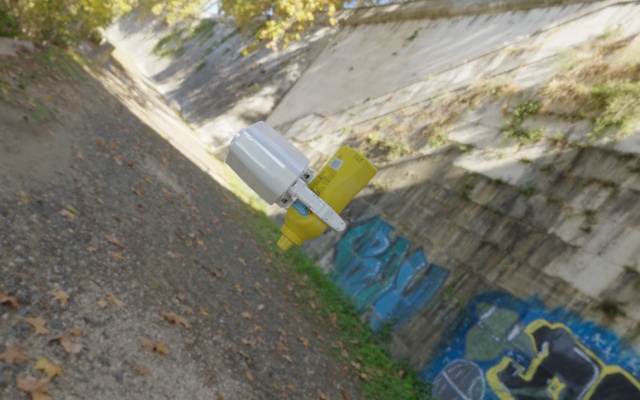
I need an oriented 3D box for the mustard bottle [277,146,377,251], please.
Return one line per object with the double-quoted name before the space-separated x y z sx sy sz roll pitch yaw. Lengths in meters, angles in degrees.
"mustard bottle" 0.001 0.003 0.757 0.058 0.191 0.096 42 -2 -30
